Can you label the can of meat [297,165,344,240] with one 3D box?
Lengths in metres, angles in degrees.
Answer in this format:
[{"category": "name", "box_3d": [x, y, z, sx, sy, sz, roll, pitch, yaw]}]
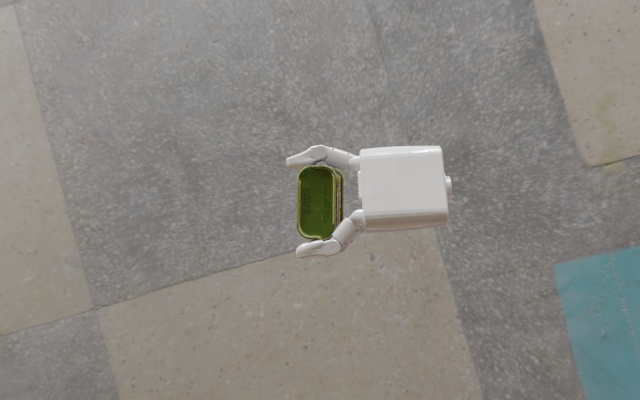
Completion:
[{"category": "can of meat", "box_3d": [0.000, 0.002, 0.651, 0.057, 0.102, 0.084, 0, 1, 7]}]
